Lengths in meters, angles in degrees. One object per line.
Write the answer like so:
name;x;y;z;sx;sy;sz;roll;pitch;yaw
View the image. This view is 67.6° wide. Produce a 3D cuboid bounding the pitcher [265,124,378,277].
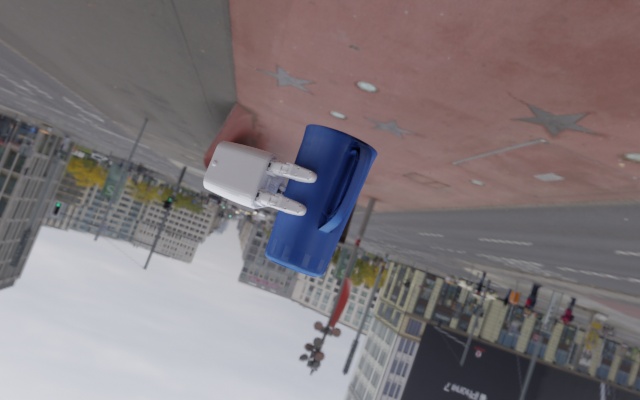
pitcher;0.000;0.003;0.810;0.145;0.243;0.149;19;-5;18
